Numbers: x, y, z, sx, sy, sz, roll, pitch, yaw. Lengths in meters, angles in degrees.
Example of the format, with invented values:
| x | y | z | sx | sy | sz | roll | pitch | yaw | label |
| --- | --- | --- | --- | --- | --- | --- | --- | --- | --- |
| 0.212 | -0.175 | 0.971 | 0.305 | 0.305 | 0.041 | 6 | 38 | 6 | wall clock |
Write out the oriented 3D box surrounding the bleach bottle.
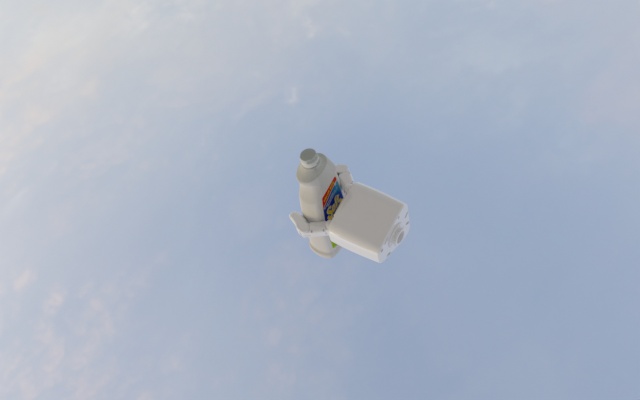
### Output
| x | y | z | sx | sy | sz | roll | pitch | yaw | label |
| --- | --- | --- | --- | --- | --- | --- | --- | --- | --- |
| 0.000 | 0.003 | 0.893 | 0.068 | 0.102 | 0.251 | 26 | -26 | 30 | bleach bottle |
